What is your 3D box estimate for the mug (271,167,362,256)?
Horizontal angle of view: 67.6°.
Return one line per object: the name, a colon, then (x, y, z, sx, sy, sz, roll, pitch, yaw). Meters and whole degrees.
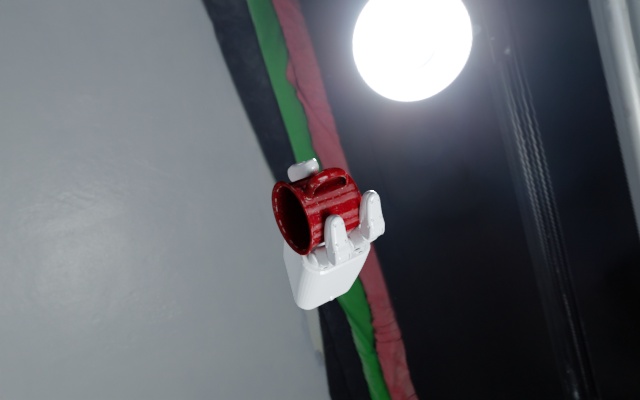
mug: (0.000, 0.001, 0.573, 0.081, 0.093, 0.117, -21, -32, -28)
